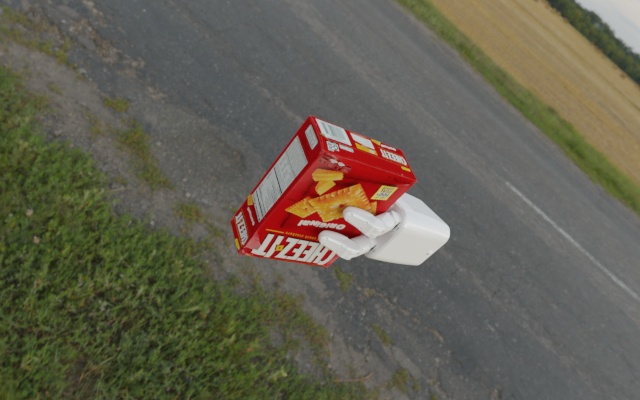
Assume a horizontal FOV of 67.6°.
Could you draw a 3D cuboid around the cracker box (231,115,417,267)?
[{"bbox_3d":[0.000,0.002,0.662,0.164,0.072,0.214,15,-49,-35],"label":"cracker box"}]
